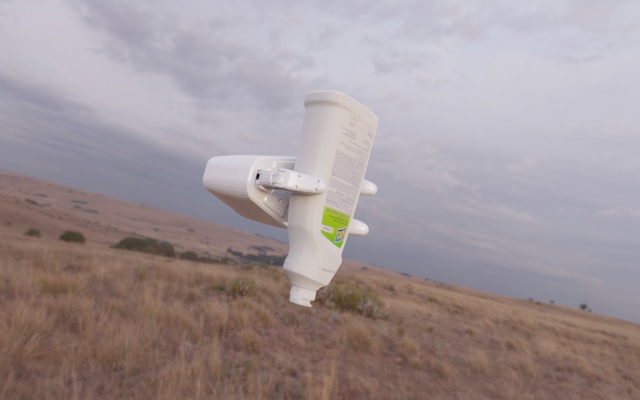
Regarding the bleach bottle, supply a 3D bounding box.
[{"bbox_3d":[0.000,0.002,0.586,0.068,0.251,0.102,8,-9,44],"label":"bleach bottle"}]
